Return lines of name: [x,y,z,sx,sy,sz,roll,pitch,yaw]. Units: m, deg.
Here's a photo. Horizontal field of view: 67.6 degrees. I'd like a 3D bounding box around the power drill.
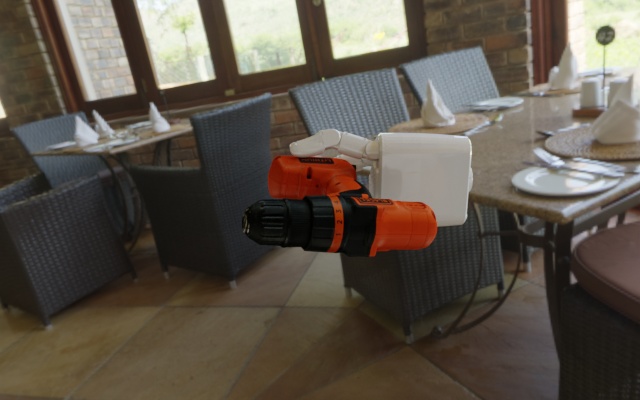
power drill: [0.000,0.001,0.496,0.184,0.057,0.187,4,18,-20]
